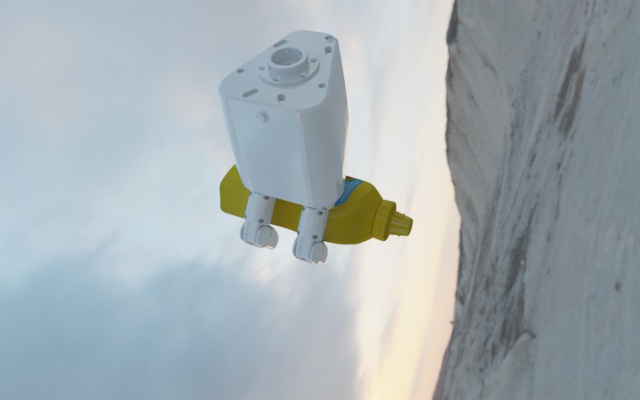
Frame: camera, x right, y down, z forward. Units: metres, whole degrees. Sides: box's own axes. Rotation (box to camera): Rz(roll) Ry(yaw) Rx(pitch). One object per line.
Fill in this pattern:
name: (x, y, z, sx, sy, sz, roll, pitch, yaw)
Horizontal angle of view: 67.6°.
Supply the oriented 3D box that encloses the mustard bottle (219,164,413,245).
mustard bottle: (0.000, 0.002, 0.490, 0.191, 0.058, 0.096, 15, 28, 19)
